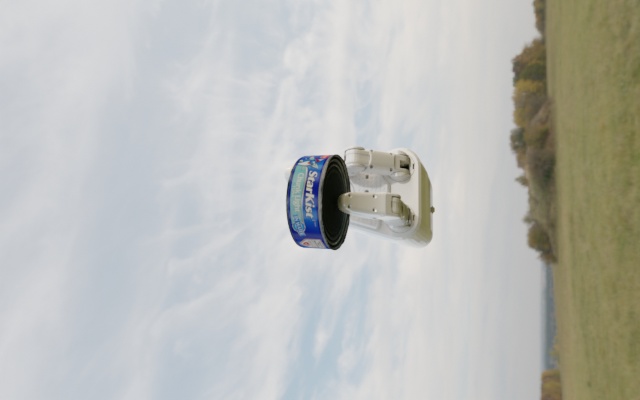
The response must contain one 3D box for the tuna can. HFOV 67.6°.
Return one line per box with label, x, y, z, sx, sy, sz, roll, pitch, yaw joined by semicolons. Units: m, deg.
tuna can;0.000;0.001;0.431;0.034;0.086;0.086;1;0;20
